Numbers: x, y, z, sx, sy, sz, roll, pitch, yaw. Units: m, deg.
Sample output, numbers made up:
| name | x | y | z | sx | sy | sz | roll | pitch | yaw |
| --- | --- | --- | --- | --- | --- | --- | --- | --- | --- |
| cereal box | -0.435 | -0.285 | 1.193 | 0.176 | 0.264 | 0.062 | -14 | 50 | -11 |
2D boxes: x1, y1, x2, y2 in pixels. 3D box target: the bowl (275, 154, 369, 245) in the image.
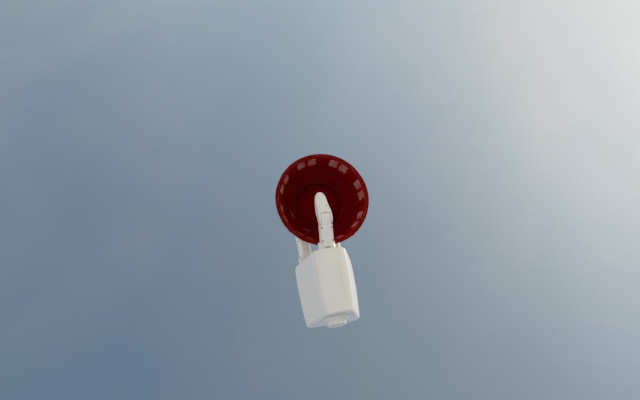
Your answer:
| name | x | y | z | sx | sy | sz | roll | pitch | yaw |
| --- | --- | --- | --- | --- | --- | --- | --- | --- | --- |
| bowl | 0.000 | 0.002 | 0.837 | 0.162 | 0.162 | 0.055 | 0 | -14 | -9 |
